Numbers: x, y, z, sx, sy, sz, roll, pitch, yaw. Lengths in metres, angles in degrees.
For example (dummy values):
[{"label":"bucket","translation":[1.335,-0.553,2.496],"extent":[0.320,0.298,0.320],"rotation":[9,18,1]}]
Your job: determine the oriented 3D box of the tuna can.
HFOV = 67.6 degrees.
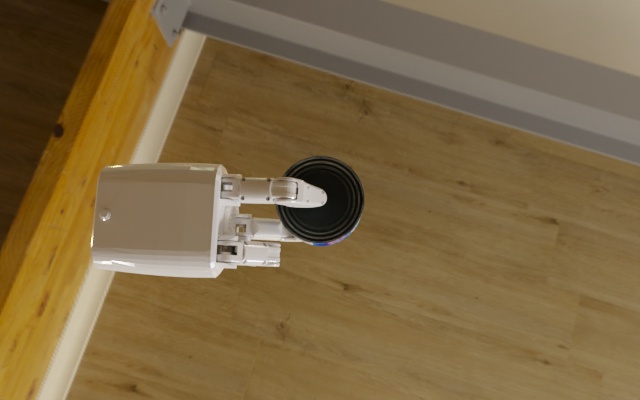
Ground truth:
[{"label":"tuna can","translation":[0.000,0.002,0.472],"extent":[0.086,0.086,0.034],"rotation":[0,-11,3]}]
